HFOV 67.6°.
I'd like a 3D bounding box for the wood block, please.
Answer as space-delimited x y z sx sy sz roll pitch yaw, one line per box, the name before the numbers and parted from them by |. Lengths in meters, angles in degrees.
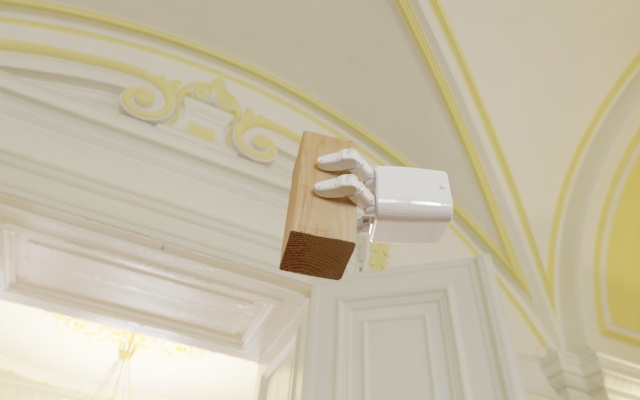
wood block | 0.000 0.002 0.706 0.090 0.206 0.091 11 -45 -7
